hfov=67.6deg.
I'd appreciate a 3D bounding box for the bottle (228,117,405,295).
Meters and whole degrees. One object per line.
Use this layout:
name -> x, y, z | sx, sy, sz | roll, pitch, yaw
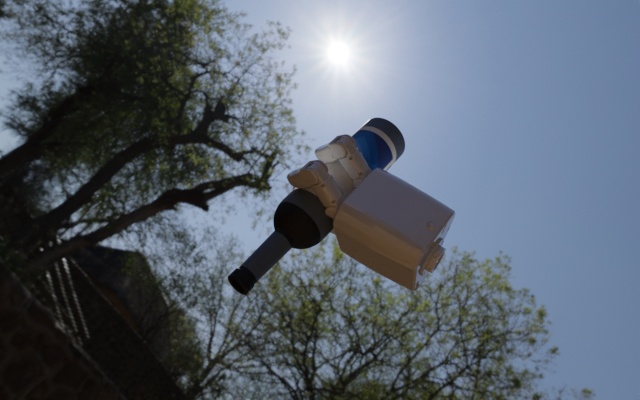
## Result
bottle -> 0.000, 0.002, 0.579 | 0.069, 0.069, 0.295 | 0, 36, 48
